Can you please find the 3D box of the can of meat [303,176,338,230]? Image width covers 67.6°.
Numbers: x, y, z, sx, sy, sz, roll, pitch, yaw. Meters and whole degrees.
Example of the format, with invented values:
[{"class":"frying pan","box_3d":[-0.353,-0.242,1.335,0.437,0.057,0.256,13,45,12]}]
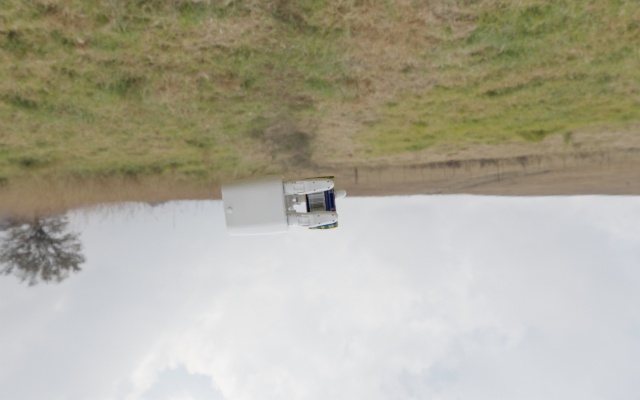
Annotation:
[{"class":"can of meat","box_3d":[0.000,0.003,0.832,0.057,0.084,0.102,-6,5,2]}]
